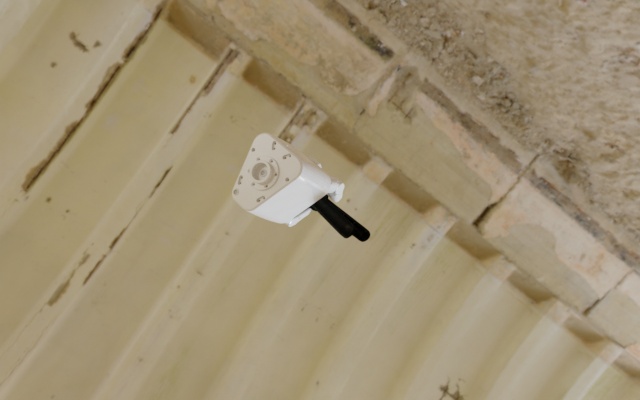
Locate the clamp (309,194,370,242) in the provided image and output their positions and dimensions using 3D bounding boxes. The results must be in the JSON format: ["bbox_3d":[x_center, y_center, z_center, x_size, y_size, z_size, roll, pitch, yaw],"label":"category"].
[{"bbox_3d":[-0.001,0.003,0.830,0.210,0.036,0.164,41,3,23],"label":"clamp"}]
